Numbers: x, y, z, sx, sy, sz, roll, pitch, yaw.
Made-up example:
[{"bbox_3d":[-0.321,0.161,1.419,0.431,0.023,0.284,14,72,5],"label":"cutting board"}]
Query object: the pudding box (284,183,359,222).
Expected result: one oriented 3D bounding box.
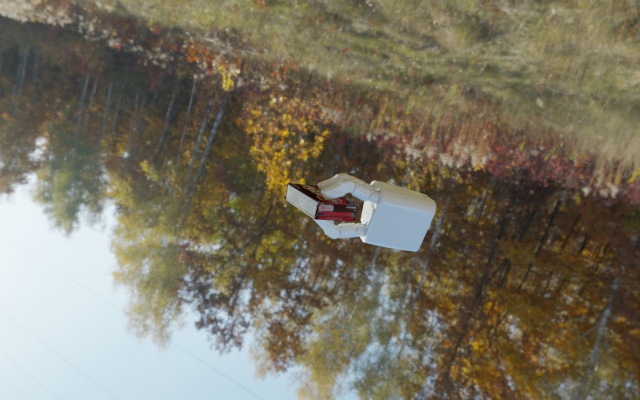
[{"bbox_3d":[0.000,0.003,0.866,0.090,0.039,0.113,5,13,-36],"label":"pudding box"}]
